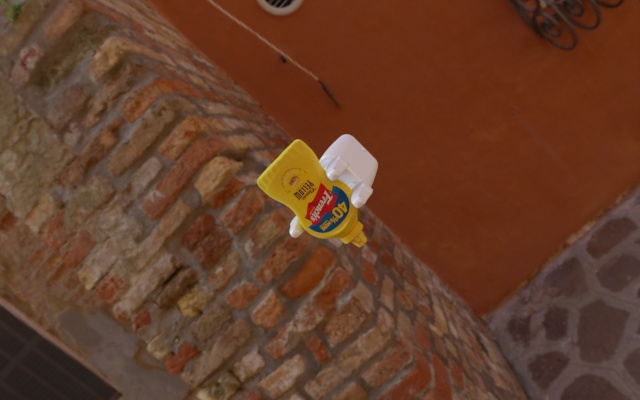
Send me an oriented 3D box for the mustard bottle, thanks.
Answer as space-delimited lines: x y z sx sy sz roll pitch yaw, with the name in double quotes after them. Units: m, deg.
0.000 0.002 0.747 0.191 0.096 0.058 44 10 -8 "mustard bottle"
